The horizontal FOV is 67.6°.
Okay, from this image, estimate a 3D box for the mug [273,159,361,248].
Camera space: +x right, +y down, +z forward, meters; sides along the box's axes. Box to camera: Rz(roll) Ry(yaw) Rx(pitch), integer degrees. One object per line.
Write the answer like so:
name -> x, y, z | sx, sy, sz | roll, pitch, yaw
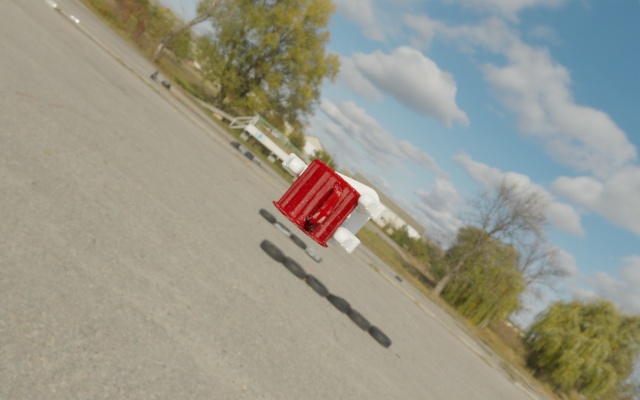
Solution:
mug -> 0.000, 0.002, 0.604 | 0.093, 0.081, 0.117 | 40, 1, -8
